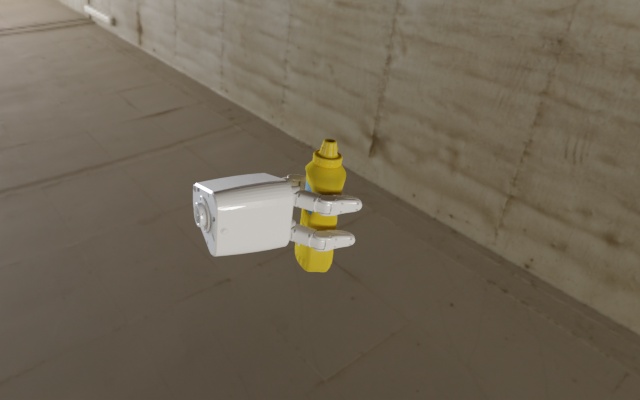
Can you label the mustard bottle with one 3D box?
[{"bbox_3d":[0.000,0.003,0.698,0.058,0.192,0.096,4,27,-8],"label":"mustard bottle"}]
